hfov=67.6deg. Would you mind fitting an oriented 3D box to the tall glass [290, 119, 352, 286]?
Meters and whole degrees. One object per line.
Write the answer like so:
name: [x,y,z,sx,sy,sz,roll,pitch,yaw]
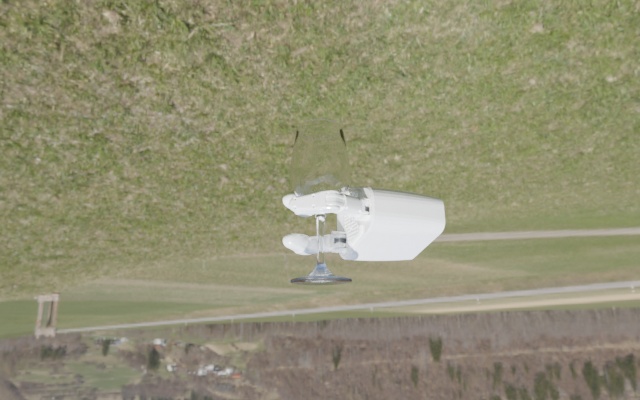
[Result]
tall glass: [0.000,0.003,0.599,0.079,0.201,0.079,-1,-16,0]
